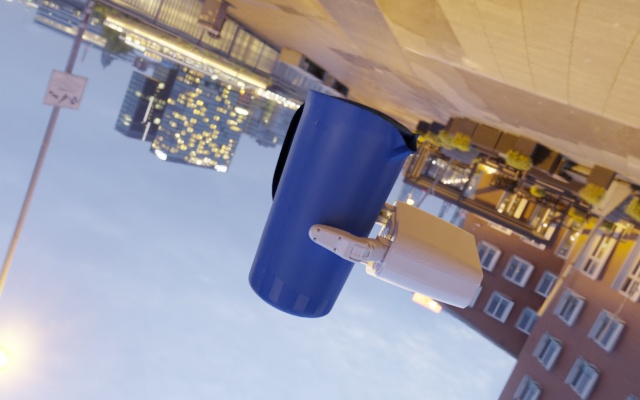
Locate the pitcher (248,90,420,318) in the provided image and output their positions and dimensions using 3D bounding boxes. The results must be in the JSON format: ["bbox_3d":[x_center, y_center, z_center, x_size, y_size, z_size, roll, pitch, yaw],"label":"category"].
[{"bbox_3d":[0.000,0.002,0.558,0.145,0.243,0.149,22,9,-1],"label":"pitcher"}]
